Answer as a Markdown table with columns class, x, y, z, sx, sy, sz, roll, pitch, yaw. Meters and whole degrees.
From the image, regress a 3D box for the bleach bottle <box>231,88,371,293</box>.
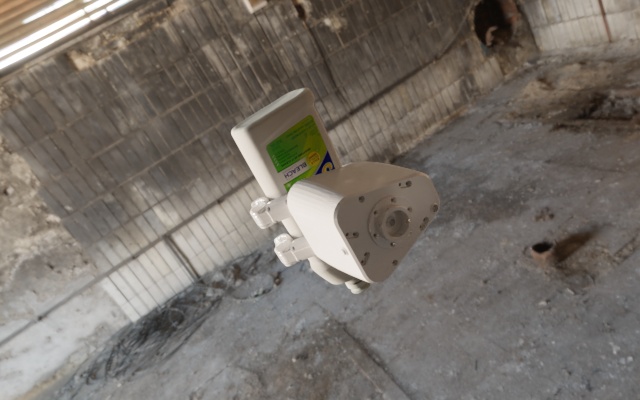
| class | x | y | z | sx | sy | sz | roll | pitch | yaw |
| --- | --- | --- | --- | --- | --- | --- | --- | --- | --- |
| bleach bottle | 0.000 | 0.002 | 0.568 | 0.102 | 0.251 | 0.068 | -36 | 21 | -16 |
